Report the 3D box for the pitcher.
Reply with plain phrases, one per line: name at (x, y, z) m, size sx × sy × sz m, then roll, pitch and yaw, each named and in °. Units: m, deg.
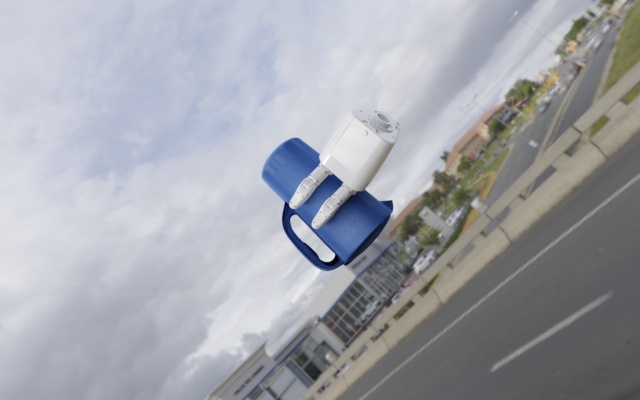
pitcher at (0.000, 0.003, 0.888) m, size 0.243 × 0.145 × 0.149 m, roll 42°, pitch 33°, yaw 13°
